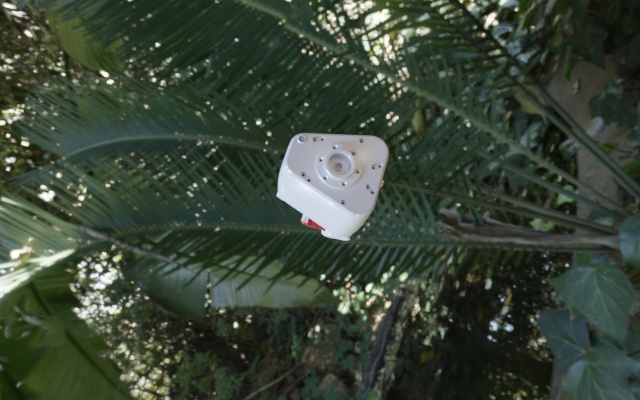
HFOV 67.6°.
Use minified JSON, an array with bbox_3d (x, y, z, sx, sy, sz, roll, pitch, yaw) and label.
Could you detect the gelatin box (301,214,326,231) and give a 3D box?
[{"bbox_3d":[0.000,0.002,0.673,0.030,0.073,0.089,18,-2,-7],"label":"gelatin box"}]
